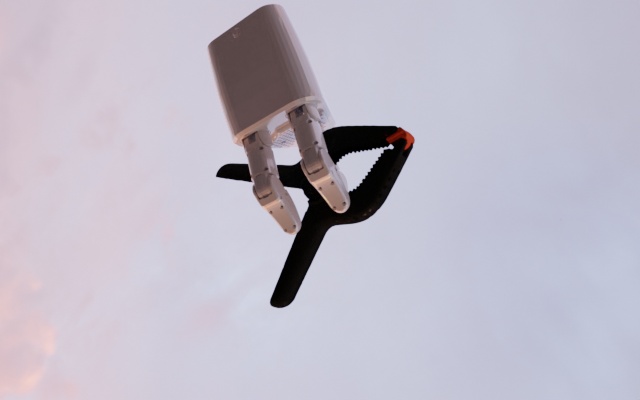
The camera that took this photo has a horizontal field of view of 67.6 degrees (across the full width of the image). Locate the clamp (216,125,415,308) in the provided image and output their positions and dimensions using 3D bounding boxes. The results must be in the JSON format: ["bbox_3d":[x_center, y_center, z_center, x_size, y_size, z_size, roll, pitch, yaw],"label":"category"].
[{"bbox_3d":[0.001,0.001,0.464,0.210,0.164,0.036,-25,-13,24],"label":"clamp"}]
